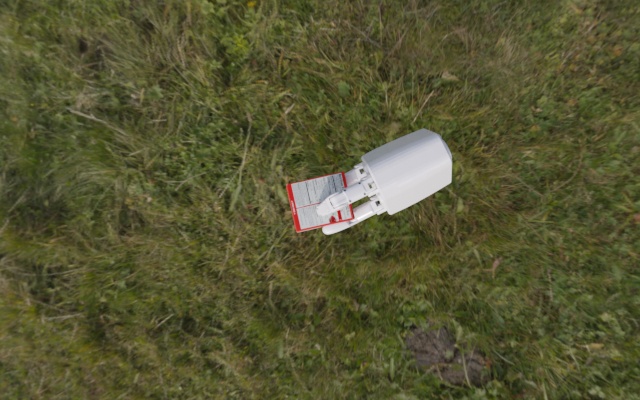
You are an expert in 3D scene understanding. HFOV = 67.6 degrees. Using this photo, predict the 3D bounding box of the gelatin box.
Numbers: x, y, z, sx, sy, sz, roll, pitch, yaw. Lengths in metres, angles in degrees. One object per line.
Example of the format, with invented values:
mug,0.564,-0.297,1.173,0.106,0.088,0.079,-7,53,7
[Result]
gelatin box,0.000,0.002,0.708,0.089,0.073,0.030,-13,-3,2
